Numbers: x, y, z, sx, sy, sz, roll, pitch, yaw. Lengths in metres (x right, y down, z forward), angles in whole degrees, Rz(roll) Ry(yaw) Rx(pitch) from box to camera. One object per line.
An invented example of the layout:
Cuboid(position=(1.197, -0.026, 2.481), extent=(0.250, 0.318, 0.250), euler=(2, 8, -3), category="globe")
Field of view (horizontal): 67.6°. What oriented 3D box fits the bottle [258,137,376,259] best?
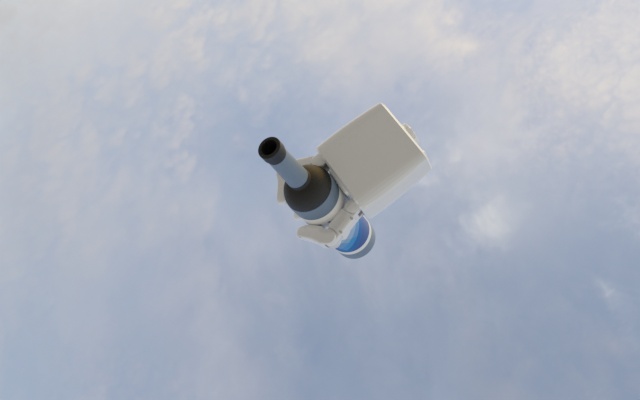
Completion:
Cuboid(position=(0.000, 0.002, 0.634), extent=(0.069, 0.069, 0.296), euler=(0, -24, 24), category="bottle")
